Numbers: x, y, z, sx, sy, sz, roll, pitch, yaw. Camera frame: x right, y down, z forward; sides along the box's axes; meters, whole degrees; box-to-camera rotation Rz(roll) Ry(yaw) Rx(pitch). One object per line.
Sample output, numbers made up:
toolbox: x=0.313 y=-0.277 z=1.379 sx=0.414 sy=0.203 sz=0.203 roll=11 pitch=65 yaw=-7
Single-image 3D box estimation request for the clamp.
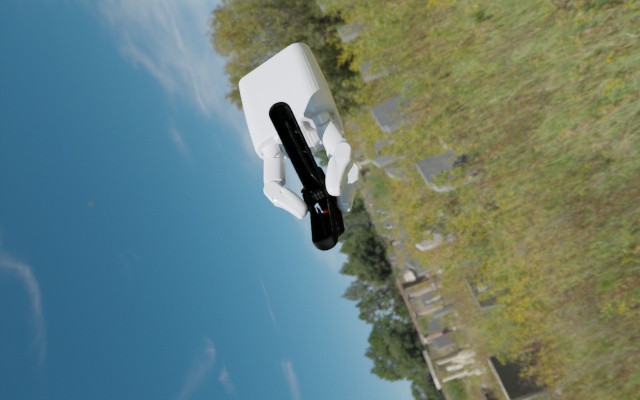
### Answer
clamp: x=-0.001 y=0.002 z=0.557 sx=0.036 sy=0.164 sz=0.210 roll=-20 pitch=-24 yaw=6
